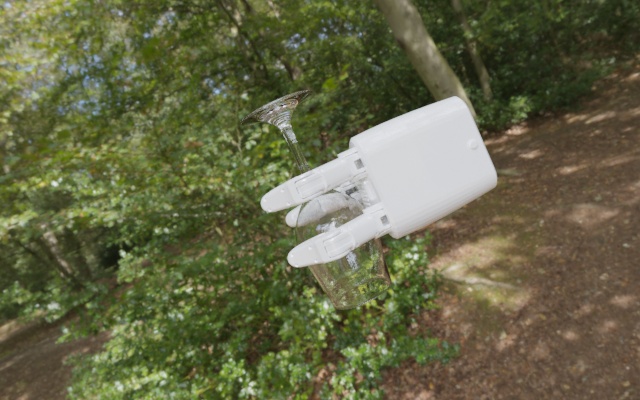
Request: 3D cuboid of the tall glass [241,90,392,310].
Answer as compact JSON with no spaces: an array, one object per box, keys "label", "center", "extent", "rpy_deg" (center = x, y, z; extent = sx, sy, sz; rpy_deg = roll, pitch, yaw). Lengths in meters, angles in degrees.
[{"label":"tall glass","center":[0.000,0.001,0.460],"extent":[0.079,0.201,0.079],"rpy_deg":[-24,3,2]}]
